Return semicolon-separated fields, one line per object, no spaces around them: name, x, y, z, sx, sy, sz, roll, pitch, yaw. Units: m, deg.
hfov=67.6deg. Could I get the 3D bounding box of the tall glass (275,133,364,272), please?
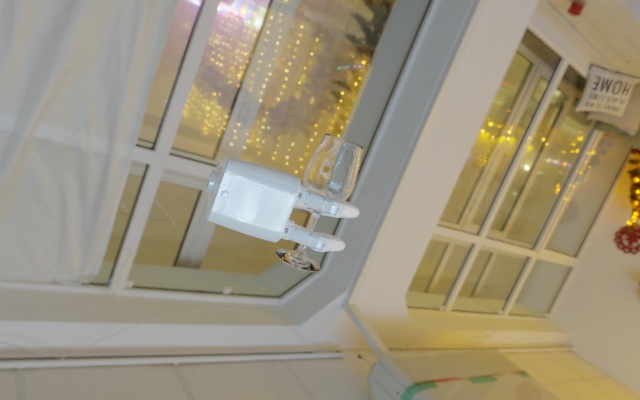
tall glass;0.000;0.003;0.723;0.079;0.201;0.079;21;11;-4
